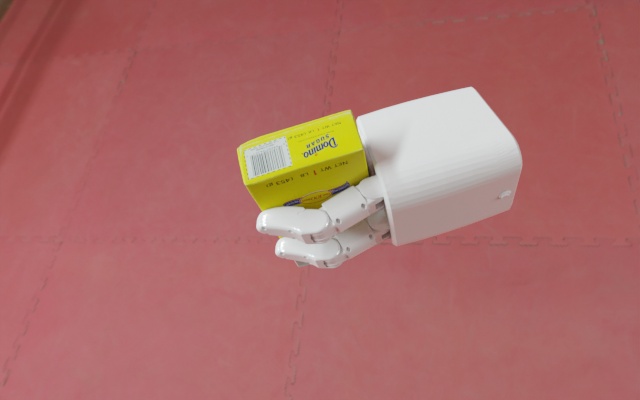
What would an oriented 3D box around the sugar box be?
[{"bbox_3d":[0.000,0.002,0.425,0.093,0.048,0.176,-16,-32,4],"label":"sugar box"}]
